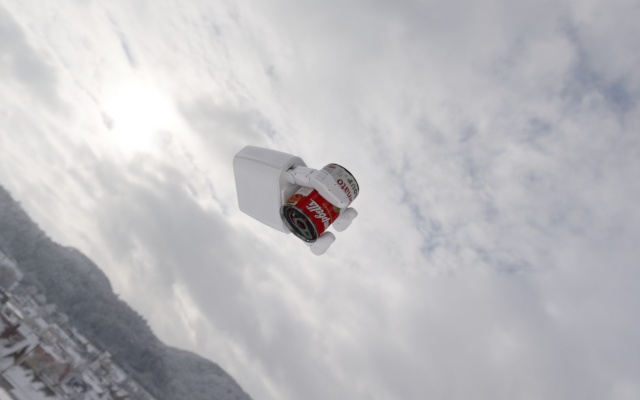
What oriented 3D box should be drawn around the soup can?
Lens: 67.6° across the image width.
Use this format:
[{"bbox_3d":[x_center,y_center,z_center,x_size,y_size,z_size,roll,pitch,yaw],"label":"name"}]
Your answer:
[{"bbox_3d":[0.001,0.002,0.679,0.068,0.068,0.102,0,37,51],"label":"soup can"}]
